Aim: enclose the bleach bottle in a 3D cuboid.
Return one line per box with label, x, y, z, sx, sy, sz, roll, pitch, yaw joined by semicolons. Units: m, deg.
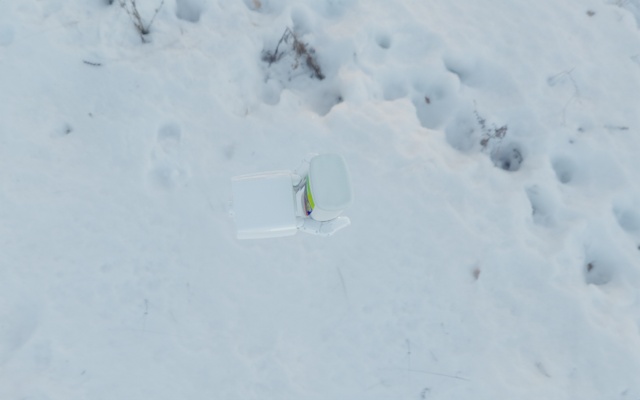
bleach bottle;0.000;0.003;0.885;0.068;0.102;0.251;-7;-16;-11
